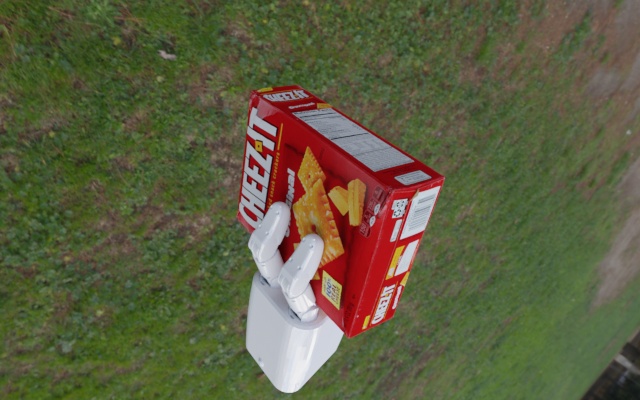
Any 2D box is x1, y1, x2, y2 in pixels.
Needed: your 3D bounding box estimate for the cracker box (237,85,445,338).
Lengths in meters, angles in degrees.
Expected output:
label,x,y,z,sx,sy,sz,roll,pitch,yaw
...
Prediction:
label,x,y,z,sx,sy,sz,roll,pitch,yaw
cracker box,0.000,0.002,0.478,0.072,0.164,0.213,-14,40,-38
